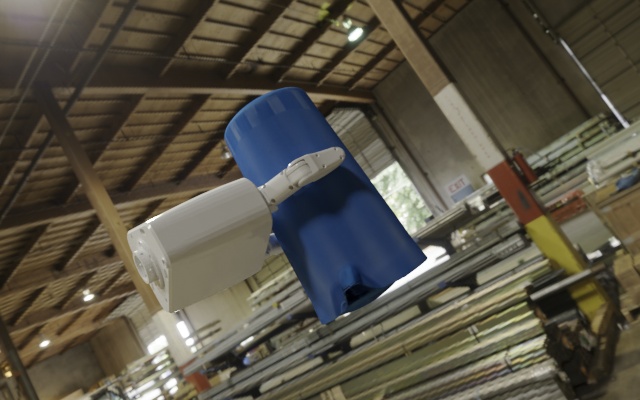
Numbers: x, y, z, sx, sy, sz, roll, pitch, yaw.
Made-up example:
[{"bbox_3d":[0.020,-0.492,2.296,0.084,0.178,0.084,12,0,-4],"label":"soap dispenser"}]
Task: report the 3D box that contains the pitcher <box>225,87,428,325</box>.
[{"bbox_3d":[0.000,0.002,0.537,0.145,0.243,0.149,-26,-10,-32],"label":"pitcher"}]
